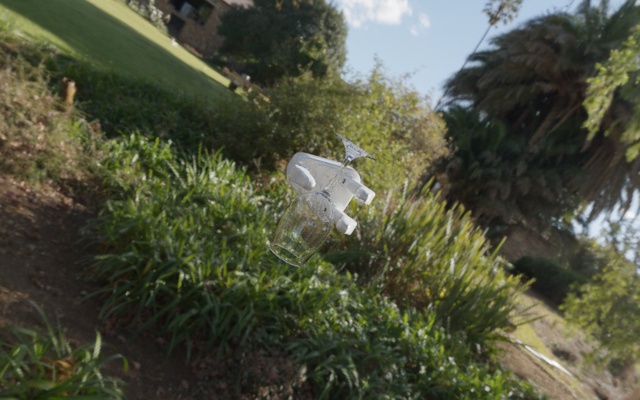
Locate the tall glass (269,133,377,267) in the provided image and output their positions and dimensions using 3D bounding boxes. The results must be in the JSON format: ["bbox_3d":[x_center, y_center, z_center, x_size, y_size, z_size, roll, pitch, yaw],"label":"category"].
[{"bbox_3d":[0.000,0.002,0.728,0.079,0.201,0.079,32,7,-4],"label":"tall glass"}]
